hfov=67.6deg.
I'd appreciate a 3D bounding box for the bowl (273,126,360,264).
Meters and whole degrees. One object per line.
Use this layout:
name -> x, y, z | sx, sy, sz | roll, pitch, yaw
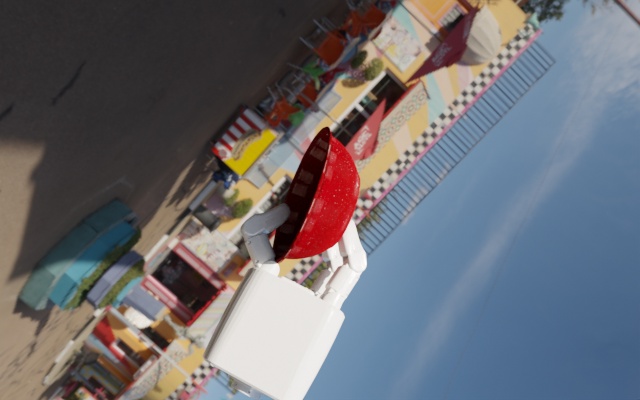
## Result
bowl -> 0.001, 0.001, 0.536 | 0.055, 0.162, 0.162 | 20, -5, -13
